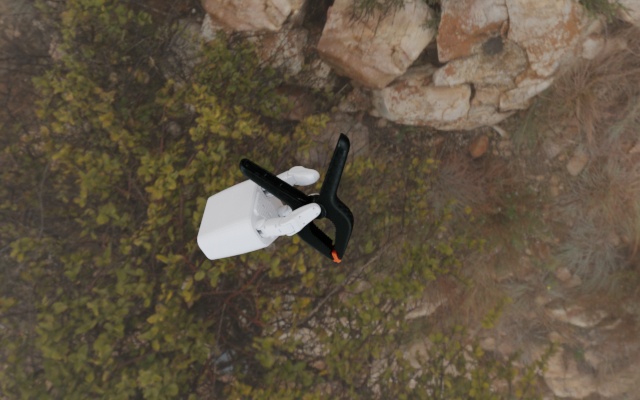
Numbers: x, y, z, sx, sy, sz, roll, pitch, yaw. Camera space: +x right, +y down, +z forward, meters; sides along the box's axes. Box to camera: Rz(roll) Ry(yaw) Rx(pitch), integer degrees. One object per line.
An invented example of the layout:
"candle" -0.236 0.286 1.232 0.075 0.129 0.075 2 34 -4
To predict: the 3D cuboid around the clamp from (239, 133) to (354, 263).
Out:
"clamp" 0.000 0.003 0.694 0.164 0.210 0.036 -18 30 24
